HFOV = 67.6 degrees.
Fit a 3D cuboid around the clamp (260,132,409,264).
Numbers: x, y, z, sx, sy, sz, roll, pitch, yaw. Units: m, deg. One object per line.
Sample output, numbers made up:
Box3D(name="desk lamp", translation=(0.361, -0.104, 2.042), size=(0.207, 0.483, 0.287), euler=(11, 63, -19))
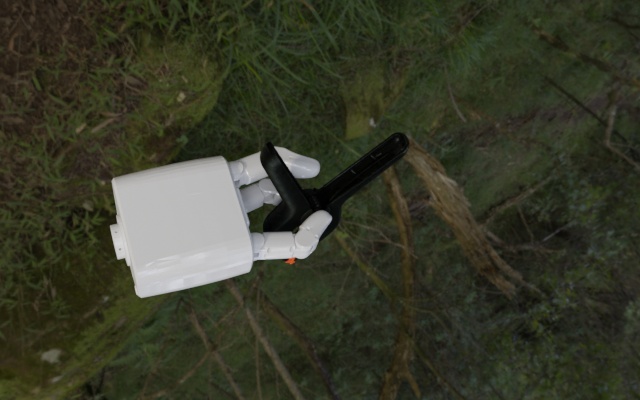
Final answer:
Box3D(name="clamp", translation=(0.000, 0.003, 0.525), size=(0.164, 0.036, 0.210), euler=(-12, -33, -24))
